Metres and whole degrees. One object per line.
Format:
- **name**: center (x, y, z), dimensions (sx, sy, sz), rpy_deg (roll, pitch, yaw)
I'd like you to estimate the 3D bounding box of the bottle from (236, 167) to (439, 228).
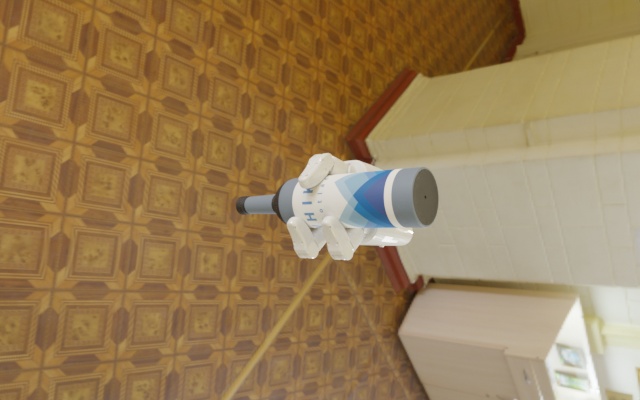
- **bottle**: center (0.000, 0.002, 0.611), dimensions (0.296, 0.069, 0.069), rpy_deg (-3, -2, 39)
